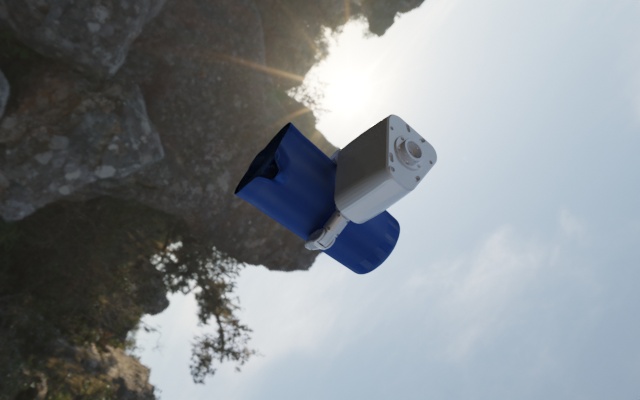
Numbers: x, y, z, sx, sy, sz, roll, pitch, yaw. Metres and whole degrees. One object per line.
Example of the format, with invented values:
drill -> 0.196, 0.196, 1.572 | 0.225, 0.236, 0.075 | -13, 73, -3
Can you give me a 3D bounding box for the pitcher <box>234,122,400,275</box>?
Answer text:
pitcher -> 0.000, 0.002, 0.738 | 0.243, 0.149, 0.145 | 38, -42, -15
